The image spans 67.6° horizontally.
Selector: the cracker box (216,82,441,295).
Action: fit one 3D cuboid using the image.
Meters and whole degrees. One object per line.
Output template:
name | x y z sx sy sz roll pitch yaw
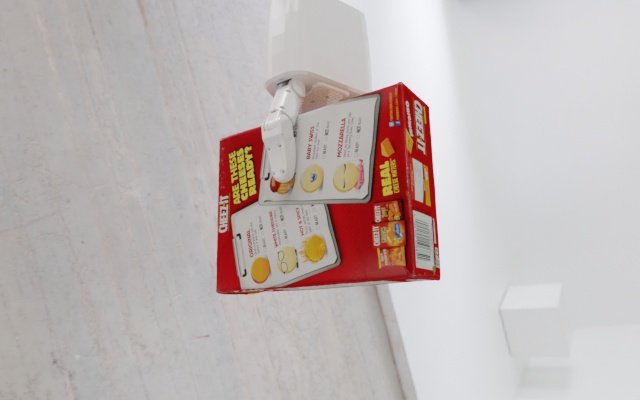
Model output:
cracker box | 0.000 0.001 0.455 0.214 0.164 0.072 -11 -17 34
